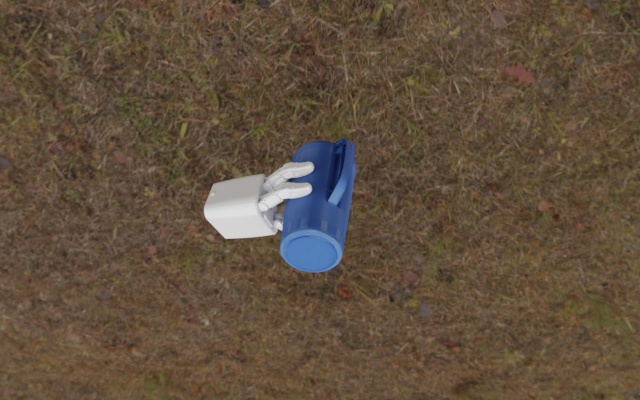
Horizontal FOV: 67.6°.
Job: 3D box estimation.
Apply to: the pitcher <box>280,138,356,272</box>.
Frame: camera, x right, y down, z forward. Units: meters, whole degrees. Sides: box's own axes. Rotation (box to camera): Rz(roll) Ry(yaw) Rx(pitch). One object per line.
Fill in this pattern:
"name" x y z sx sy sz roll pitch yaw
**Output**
"pitcher" 0.000 0.003 0.881 0.145 0.149 0.242 -6 41 12
